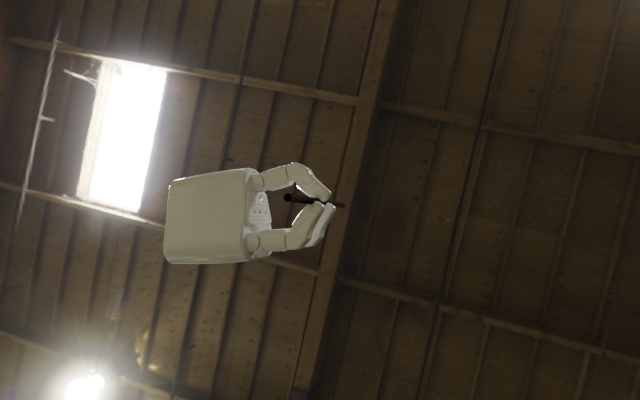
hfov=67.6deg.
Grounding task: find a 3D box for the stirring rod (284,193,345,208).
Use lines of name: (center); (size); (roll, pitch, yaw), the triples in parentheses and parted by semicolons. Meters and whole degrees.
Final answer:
stirring rod: (0.000, 0.002, 0.566); (0.011, 0.011, 0.239); (0, -2, 15)
